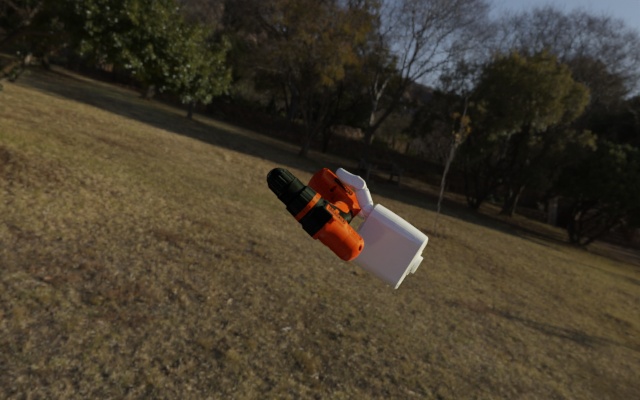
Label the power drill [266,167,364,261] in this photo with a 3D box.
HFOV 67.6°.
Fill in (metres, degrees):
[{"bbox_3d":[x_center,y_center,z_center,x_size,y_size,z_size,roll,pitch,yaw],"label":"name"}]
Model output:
[{"bbox_3d":[0.000,0.003,0.792,0.057,0.184,0.187,-43,5,19],"label":"power drill"}]
